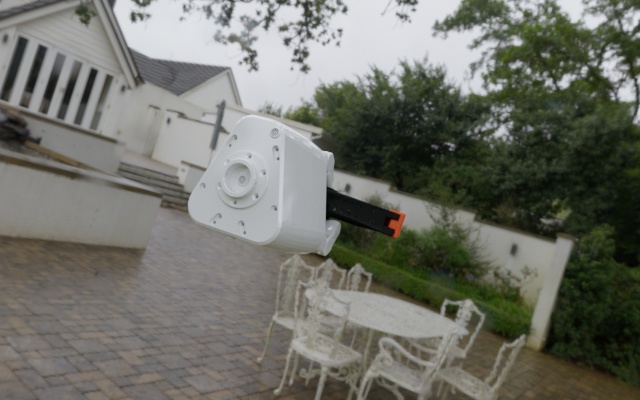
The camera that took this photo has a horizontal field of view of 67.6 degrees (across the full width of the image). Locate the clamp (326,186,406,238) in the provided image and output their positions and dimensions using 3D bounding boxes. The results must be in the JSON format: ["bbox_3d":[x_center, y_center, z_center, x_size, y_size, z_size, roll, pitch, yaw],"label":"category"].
[{"bbox_3d":[0.001,0.001,0.568,0.210,0.036,0.164,17,-4,20],"label":"clamp"}]
